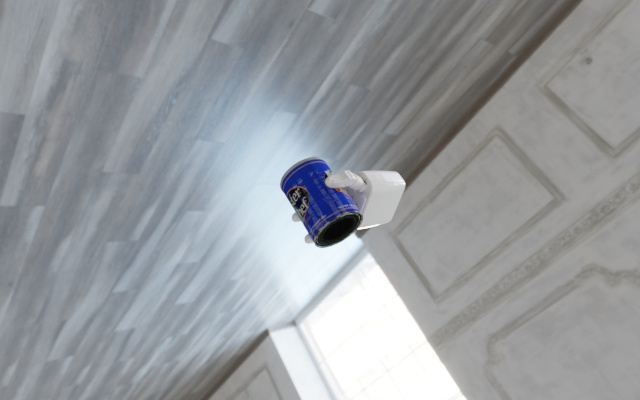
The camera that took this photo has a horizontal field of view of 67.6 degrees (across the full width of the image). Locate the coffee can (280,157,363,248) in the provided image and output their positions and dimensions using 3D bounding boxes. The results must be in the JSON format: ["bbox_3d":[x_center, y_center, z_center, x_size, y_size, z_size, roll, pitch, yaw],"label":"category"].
[{"bbox_3d":[0.000,0.003,0.892,0.103,0.140,0.103,-25,-29,-15],"label":"coffee can"}]
